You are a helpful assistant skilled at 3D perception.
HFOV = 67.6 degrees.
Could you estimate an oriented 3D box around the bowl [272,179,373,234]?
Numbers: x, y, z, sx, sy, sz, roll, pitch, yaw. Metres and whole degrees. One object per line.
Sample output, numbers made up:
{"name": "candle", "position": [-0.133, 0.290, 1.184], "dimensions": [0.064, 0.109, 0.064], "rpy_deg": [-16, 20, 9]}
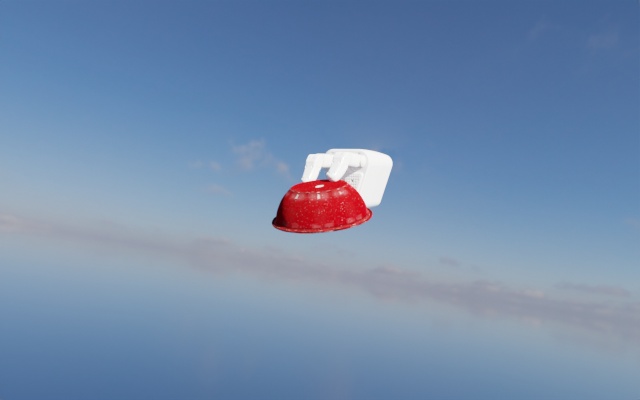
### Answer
{"name": "bowl", "position": [0.000, 0.002, 0.754], "dimensions": [0.162, 0.055, 0.162], "rpy_deg": [-5, 14, 1]}
